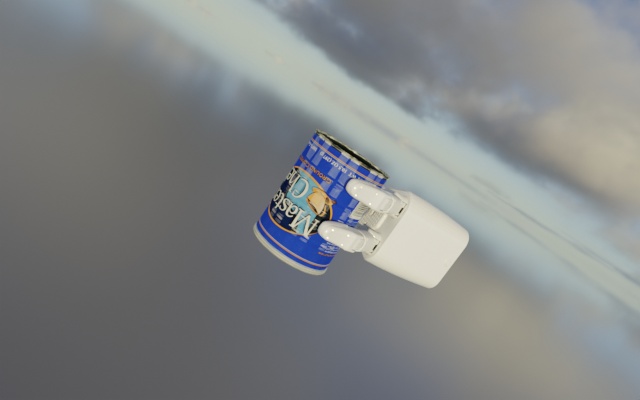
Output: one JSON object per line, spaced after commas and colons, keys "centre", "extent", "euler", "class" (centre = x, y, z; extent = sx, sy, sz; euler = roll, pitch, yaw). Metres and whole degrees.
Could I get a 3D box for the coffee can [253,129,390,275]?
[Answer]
{"centre": [0.000, 0.002, 0.567], "extent": [0.103, 0.140, 0.102], "euler": [32, 11, -7], "class": "coffee can"}
